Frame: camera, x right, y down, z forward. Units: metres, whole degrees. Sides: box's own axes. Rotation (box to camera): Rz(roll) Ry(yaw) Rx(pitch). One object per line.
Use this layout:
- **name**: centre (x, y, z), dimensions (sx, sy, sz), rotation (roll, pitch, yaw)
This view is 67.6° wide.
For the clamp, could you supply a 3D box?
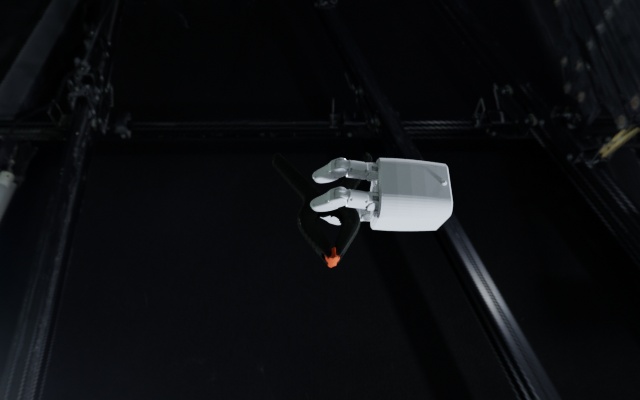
- **clamp**: centre (0.000, 0.003, 0.737), dimensions (0.164, 0.209, 0.036), rotation (4, -36, -1)
